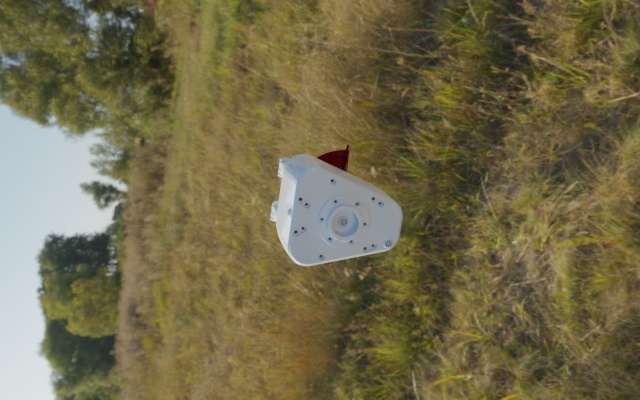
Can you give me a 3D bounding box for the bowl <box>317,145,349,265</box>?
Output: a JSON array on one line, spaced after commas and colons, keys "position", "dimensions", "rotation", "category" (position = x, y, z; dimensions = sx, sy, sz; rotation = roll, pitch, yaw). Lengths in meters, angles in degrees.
[{"position": [0.000, 0.002, 0.640], "dimensions": [0.055, 0.162, 0.162], "rotation": [9, 0, 1], "category": "bowl"}]
